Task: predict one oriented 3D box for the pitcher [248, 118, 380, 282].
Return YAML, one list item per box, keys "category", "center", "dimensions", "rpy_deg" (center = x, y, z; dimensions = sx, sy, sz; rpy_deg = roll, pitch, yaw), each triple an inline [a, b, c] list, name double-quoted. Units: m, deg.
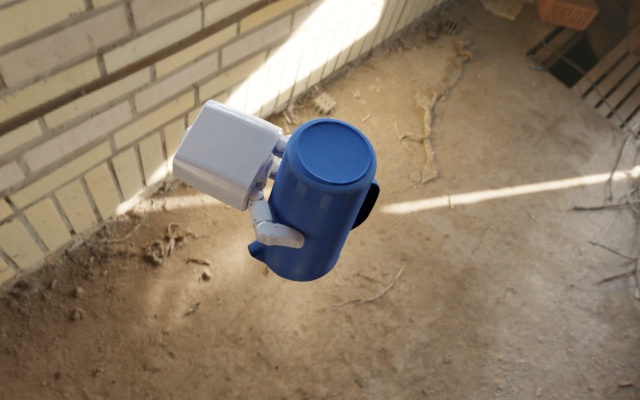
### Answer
- category: "pitcher"
  center: [0.000, 0.002, 0.643]
  dimensions: [0.145, 0.149, 0.243]
  rpy_deg: [26, -33, 2]
